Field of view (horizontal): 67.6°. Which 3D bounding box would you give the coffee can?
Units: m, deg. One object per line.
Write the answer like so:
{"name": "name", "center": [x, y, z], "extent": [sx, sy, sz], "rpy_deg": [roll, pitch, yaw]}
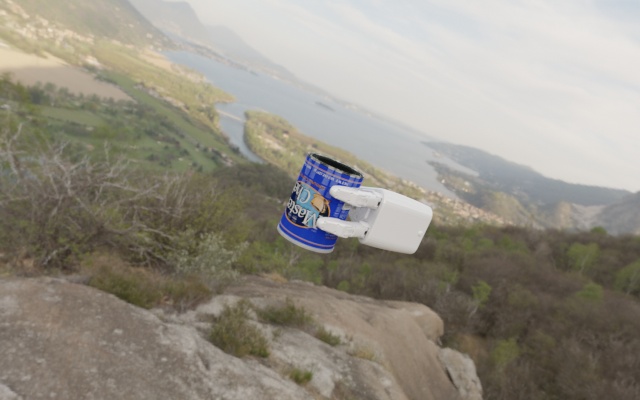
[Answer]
{"name": "coffee can", "center": [0.000, 0.003, 0.799], "extent": [0.103, 0.140, 0.102], "rpy_deg": [22, 13, -5]}
